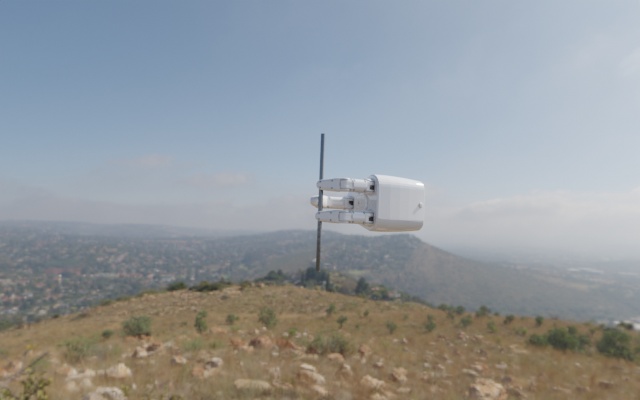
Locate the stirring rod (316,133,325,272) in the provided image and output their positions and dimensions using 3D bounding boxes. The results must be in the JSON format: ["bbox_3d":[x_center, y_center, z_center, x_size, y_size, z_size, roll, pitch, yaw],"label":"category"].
[{"bbox_3d":[0.000,0.003,0.833,0.011,0.239,0.011,2,-3,0],"label":"stirring rod"}]
